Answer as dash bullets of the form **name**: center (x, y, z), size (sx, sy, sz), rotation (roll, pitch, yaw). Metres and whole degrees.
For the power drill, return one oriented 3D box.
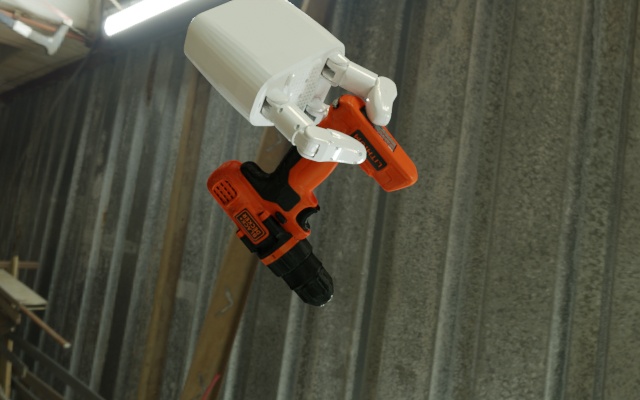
- **power drill**: center (0.000, 0.001, 0.480), size (0.188, 0.184, 0.057), rotation (-36, 8, 21)
